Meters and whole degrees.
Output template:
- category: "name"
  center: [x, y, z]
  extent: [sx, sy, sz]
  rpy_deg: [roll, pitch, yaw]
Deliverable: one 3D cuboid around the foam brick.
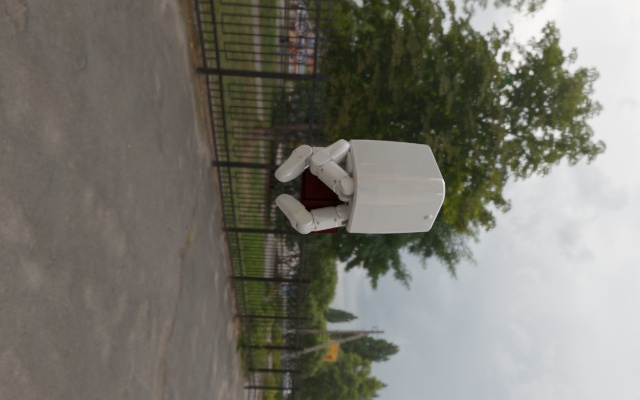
- category: "foam brick"
  center: [0.000, 0.002, 0.633]
  extent: [0.051, 0.053, 0.078]
  rpy_deg: [0, -36, -5]
